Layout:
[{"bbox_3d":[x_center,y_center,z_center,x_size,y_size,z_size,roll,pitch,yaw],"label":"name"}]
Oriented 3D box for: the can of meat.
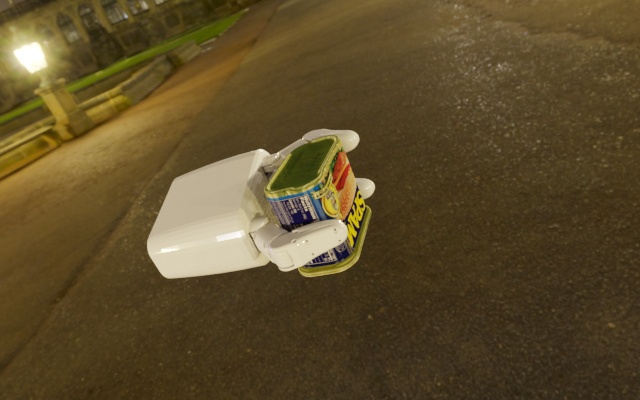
[{"bbox_3d":[0.000,0.001,0.422,0.057,0.084,0.102,-12,27,23],"label":"can of meat"}]
